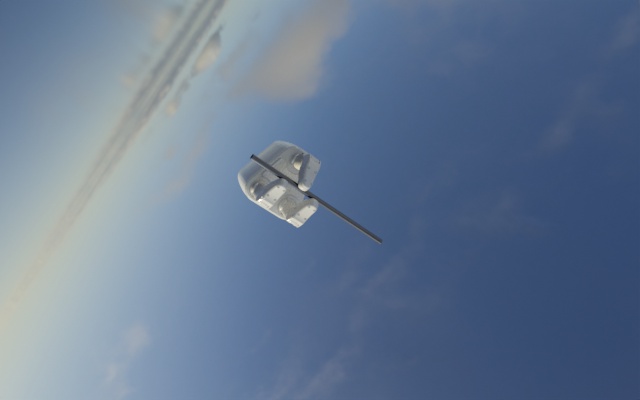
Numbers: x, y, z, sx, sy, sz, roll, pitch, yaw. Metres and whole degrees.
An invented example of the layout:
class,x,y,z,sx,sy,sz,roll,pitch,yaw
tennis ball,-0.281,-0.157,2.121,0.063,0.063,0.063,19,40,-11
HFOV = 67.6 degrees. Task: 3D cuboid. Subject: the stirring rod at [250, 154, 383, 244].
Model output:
class,x,y,z,sx,sy,sz,roll,pitch,yaw
stirring rod,0.000,0.002,0.688,0.239,0.011,0.011,34,-14,-23
